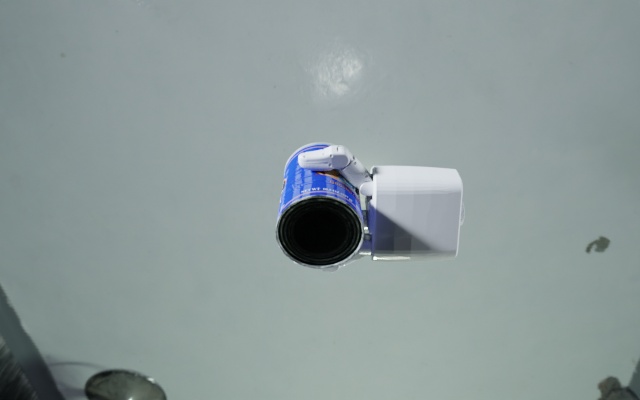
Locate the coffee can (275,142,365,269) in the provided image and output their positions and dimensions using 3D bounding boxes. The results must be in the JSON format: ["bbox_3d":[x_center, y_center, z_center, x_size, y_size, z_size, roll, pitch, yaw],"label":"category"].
[{"bbox_3d":[0.000,0.002,0.603,0.103,0.103,0.140,0,32,1],"label":"coffee can"}]
